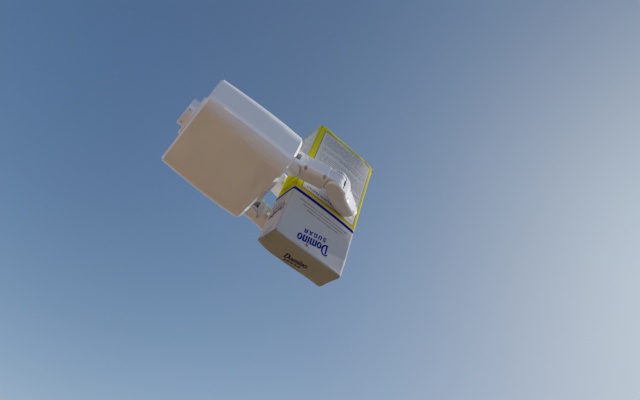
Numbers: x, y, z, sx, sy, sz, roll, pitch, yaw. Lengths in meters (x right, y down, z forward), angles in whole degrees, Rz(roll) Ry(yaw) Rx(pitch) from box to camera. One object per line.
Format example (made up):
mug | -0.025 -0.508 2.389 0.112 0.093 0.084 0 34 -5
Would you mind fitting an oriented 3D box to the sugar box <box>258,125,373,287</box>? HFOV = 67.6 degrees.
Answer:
sugar box | 0.000 0.002 0.560 0.093 0.176 0.048 39 -42 -18
